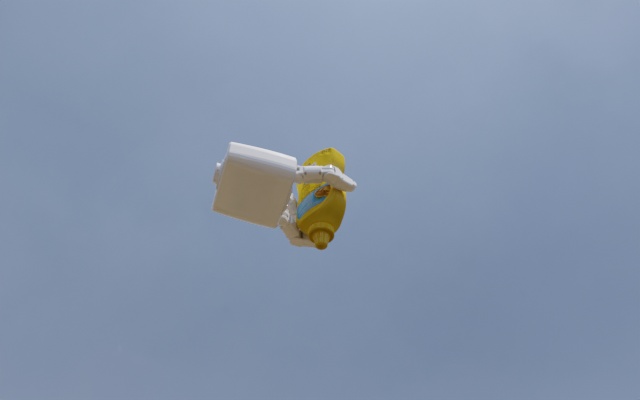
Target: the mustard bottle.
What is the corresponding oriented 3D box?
[{"bbox_3d":[0.000,0.003,0.783,0.058,0.191,0.096,36,-56,-29],"label":"mustard bottle"}]
